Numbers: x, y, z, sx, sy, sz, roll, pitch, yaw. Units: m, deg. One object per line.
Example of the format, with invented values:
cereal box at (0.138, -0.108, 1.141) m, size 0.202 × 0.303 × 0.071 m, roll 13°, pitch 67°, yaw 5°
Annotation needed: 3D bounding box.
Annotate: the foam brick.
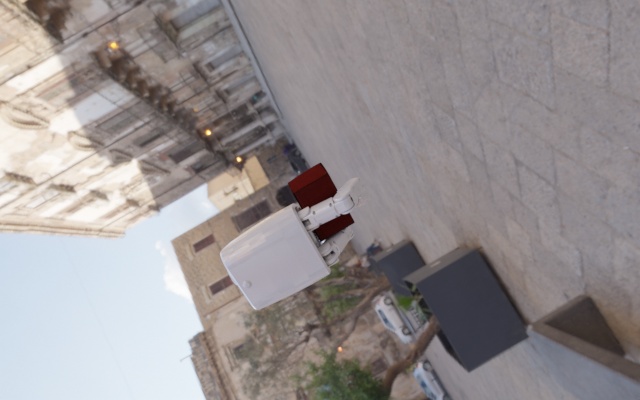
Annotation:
foam brick at (0.000, 0.002, 0.608) m, size 0.051 × 0.078 × 0.053 m, roll -29°, pitch 20°, yaw 0°
